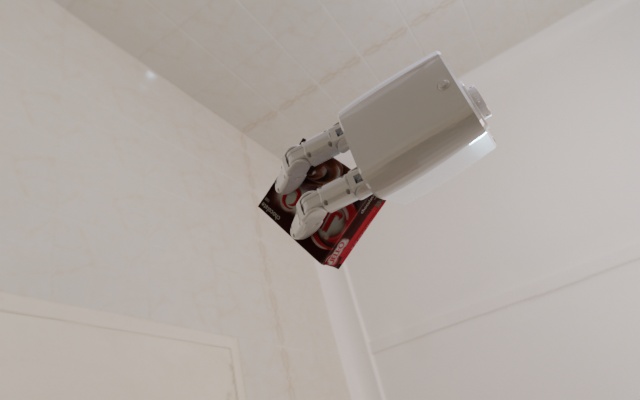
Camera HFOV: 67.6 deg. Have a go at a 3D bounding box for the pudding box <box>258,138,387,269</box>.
[{"bbox_3d":[0.000,0.002,0.488,0.113,0.090,0.039,38,6,39],"label":"pudding box"}]
